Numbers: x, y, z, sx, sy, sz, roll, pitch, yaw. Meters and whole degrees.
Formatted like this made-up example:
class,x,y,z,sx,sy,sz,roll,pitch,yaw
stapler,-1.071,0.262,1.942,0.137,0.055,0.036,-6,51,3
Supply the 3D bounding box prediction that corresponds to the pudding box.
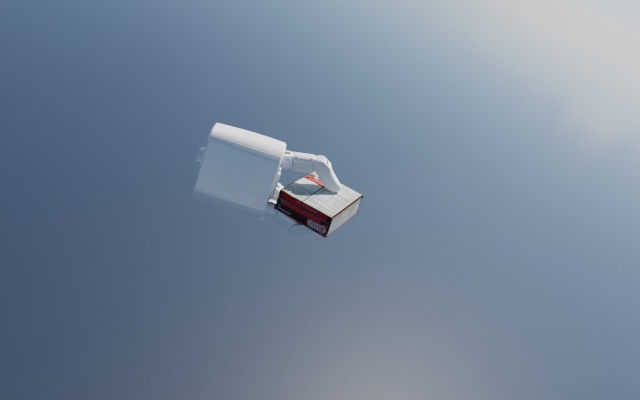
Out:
class,x,y,z,sx,sy,sz,roll,pitch,yaw
pudding box,0.000,0.002,0.706,0.090,0.039,0.113,30,31,17
